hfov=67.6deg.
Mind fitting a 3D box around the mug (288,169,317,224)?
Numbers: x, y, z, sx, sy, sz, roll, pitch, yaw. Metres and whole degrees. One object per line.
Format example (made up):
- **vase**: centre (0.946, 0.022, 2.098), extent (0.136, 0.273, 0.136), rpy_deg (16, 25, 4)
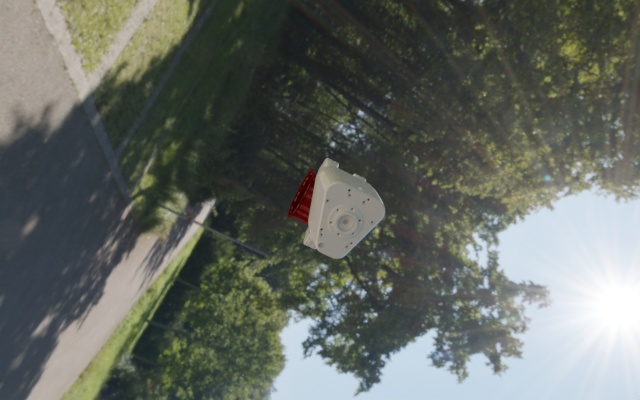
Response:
- **mug**: centre (0.000, 0.002, 0.828), extent (0.081, 0.093, 0.117), rpy_deg (28, 12, -10)
